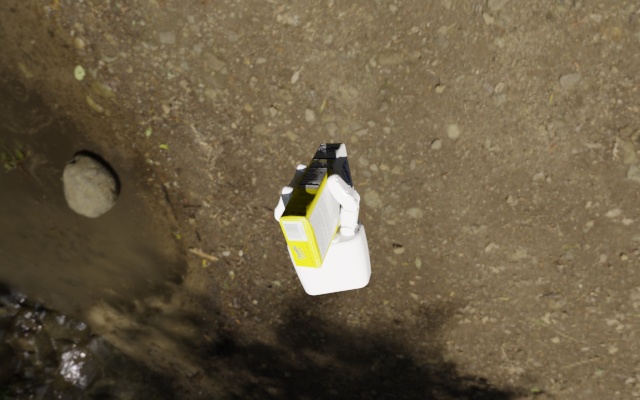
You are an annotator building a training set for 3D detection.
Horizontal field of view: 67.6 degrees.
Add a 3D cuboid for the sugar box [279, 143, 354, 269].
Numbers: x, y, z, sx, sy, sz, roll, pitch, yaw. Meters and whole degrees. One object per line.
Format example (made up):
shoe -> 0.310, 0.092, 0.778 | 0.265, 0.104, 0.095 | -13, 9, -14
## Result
sugar box -> 0.000, 0.002, 0.693 | 0.048, 0.093, 0.176 | 1, 39, 20
